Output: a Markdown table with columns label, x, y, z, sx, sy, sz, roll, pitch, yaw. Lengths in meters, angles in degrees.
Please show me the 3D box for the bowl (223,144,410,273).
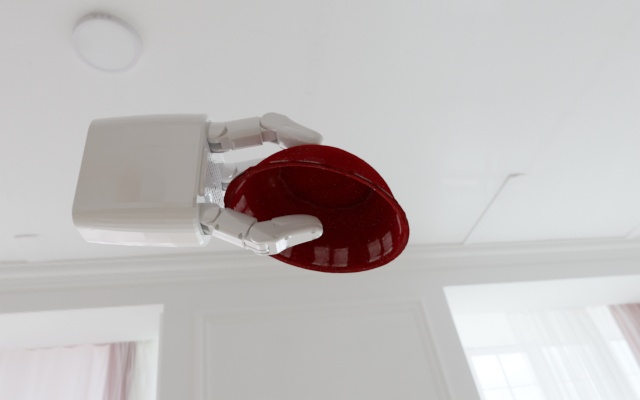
| label | x | y | z | sx | sy | sz | roll | pitch | yaw |
| --- | --- | --- | --- | --- | --- | --- | --- | --- | --- |
| bowl | 0.001 | 0.001 | 0.425 | 0.162 | 0.055 | 0.162 | 9 | -37 | 7 |
